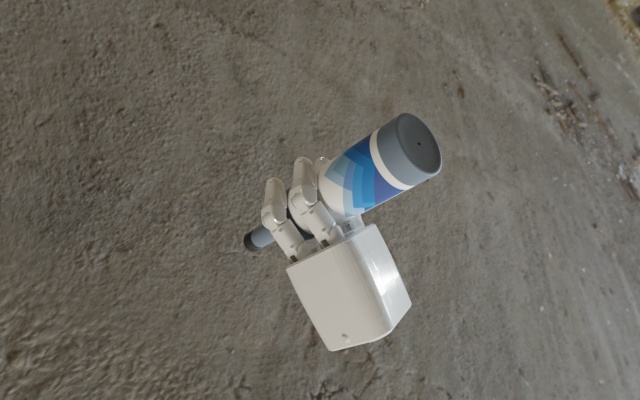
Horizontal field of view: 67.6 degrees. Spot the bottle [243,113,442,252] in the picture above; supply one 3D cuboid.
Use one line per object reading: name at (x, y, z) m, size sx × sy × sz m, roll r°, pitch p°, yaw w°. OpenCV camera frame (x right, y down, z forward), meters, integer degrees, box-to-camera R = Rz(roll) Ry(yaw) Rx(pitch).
bottle at (0.000, 0.002, 0.549) m, size 0.069 × 0.069 × 0.296 m, roll 0°, pitch -22°, yaw -43°
